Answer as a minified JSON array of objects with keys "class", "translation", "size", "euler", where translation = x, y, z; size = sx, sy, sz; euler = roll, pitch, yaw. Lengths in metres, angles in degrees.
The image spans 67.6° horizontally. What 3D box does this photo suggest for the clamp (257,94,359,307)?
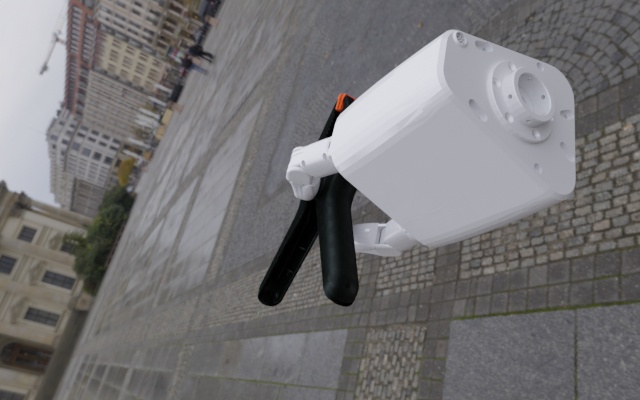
[{"class":"clamp","translation":[0.000,0.001,0.433],"size":[0.036,0.210,0.164],"euler":[23,-27,-21]}]
